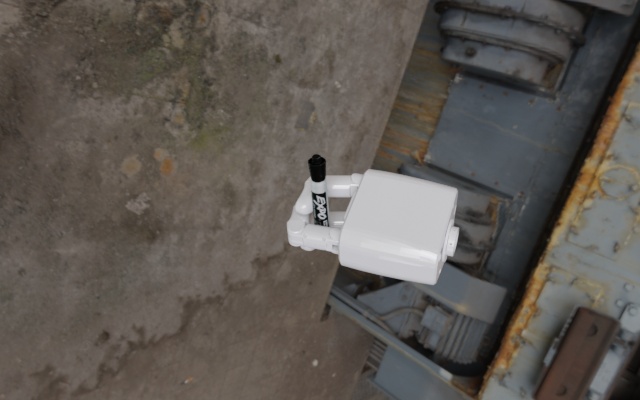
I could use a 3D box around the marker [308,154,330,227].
[{"bbox_3d":[0.000,0.002,0.526,0.020,0.121,0.020,-3,38,2],"label":"marker"}]
